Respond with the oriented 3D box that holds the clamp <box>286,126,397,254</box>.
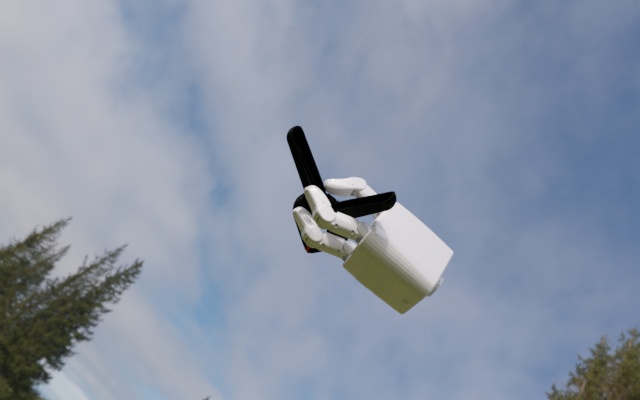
[{"bbox_3d":[0.001,0.002,0.664,0.036,0.164,0.210,-42,-11,-35],"label":"clamp"}]
